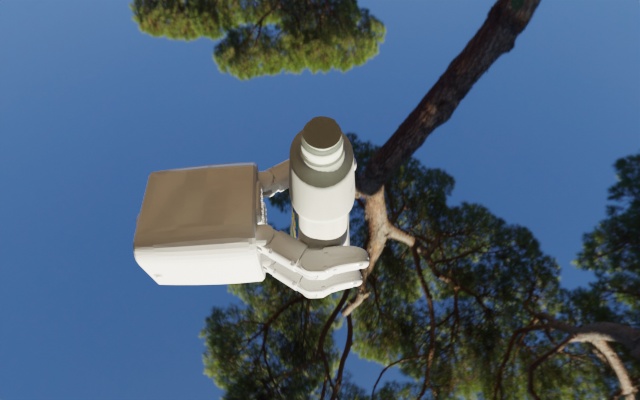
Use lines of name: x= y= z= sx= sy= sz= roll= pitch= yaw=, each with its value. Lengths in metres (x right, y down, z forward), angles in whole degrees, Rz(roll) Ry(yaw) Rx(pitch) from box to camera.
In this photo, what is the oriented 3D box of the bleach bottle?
bleach bottle: x=0.000 y=0.002 z=0.453 sx=0.068 sy=0.102 sz=0.251 roll=-3 pitch=-27 yaw=-2
